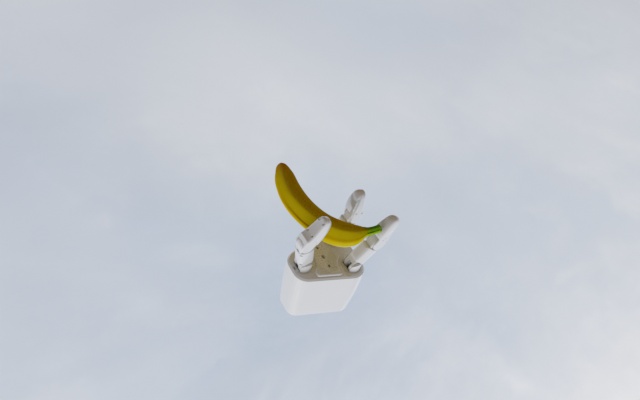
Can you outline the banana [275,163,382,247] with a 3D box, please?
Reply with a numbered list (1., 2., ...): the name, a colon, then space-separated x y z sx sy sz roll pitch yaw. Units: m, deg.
1. banana: -0.009 0.013 0.703 0.197 0.037 0.069 35 50 21
